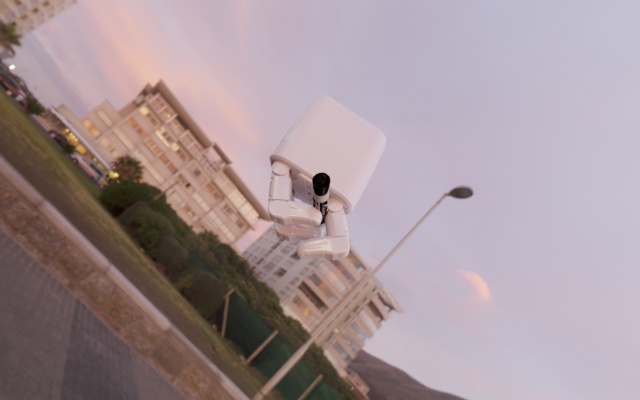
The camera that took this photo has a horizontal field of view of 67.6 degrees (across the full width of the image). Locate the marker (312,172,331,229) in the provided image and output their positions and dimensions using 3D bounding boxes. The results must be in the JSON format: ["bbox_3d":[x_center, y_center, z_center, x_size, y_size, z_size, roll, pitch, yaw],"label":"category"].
[{"bbox_3d":[0.000,0.002,0.531,0.020,0.020,0.121,0,-24,-1],"label":"marker"}]
